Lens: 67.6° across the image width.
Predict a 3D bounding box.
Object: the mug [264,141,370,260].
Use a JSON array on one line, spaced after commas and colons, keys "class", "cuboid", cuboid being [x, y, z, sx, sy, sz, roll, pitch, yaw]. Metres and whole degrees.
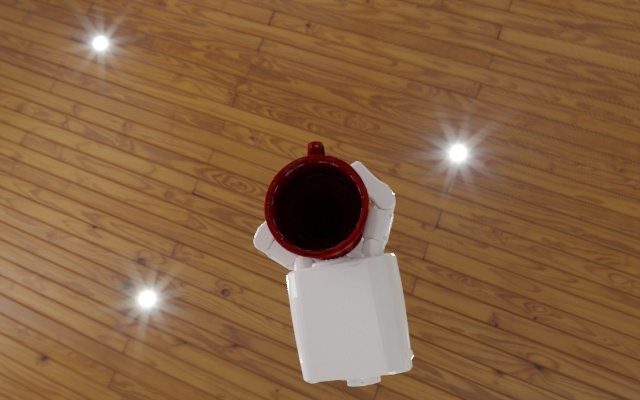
[{"class": "mug", "cuboid": [0.000, 0.000, 0.458, 0.093, 0.117, 0.081, -8, -14, 6]}]
